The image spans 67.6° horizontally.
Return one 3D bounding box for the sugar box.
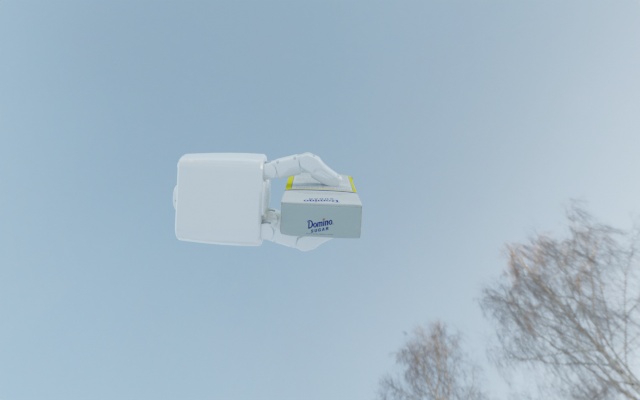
[{"bbox_3d":[0.000,0.002,0.612,0.093,0.048,0.176,2,16,0],"label":"sugar box"}]
